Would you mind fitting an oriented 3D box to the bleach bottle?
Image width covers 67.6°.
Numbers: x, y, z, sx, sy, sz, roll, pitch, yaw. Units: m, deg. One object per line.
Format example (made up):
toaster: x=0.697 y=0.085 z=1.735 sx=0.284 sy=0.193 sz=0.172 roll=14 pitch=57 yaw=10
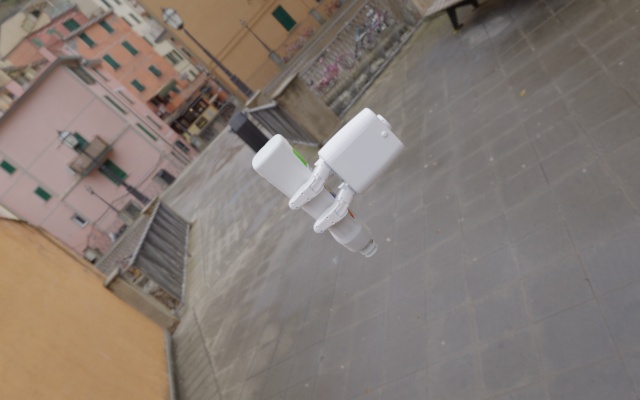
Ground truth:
bleach bottle: x=0.000 y=0.003 z=0.793 sx=0.251 sy=0.068 sz=0.102 roll=43 pitch=5 yaw=-17
